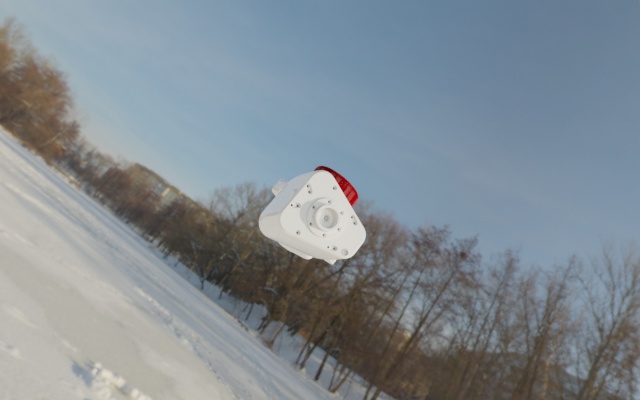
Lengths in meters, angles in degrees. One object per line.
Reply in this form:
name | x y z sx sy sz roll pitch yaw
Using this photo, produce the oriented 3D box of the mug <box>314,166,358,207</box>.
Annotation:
mug | 0.000 0.002 0.742 0.093 0.081 0.117 41 -14 -11
